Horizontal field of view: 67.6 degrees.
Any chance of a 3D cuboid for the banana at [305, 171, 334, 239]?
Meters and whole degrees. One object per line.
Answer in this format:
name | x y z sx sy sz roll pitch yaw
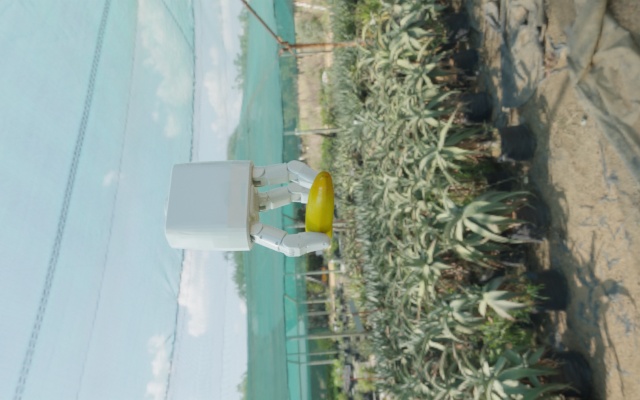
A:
banana | -0.001 0.021 0.636 0.037 0.069 0.198 3 -14 2
